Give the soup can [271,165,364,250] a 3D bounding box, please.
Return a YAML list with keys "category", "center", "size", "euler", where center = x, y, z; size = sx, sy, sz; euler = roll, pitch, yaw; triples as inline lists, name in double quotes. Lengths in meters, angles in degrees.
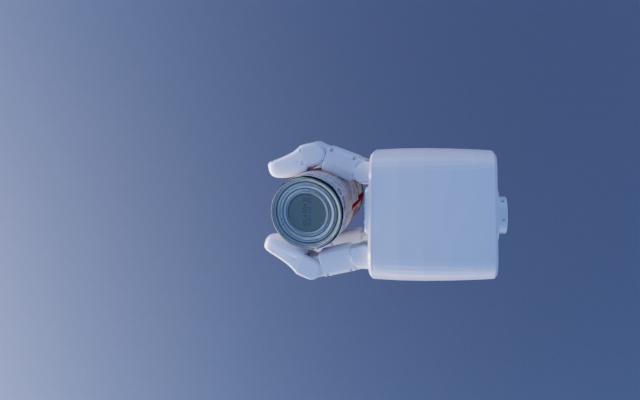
- category: "soup can"
  center: [0.000, 0.001, 0.461]
  size: [0.068, 0.068, 0.102]
  euler: [0, 12, 15]
